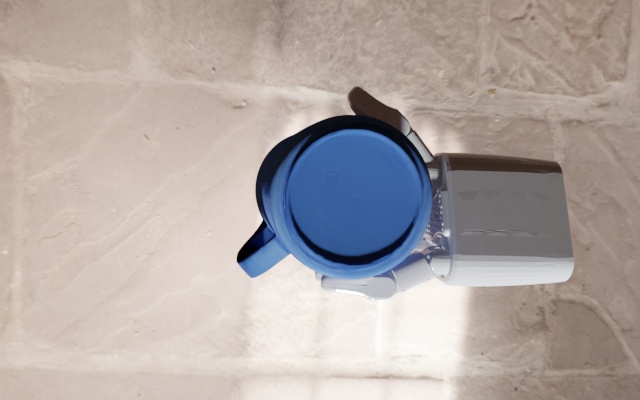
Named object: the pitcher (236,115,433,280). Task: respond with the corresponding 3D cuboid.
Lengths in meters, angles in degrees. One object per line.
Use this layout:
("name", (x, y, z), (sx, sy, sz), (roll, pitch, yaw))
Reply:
("pitcher", (0.000, 0.001, 0.419), (0.145, 0.149, 0.243), (4, 2, -7))
